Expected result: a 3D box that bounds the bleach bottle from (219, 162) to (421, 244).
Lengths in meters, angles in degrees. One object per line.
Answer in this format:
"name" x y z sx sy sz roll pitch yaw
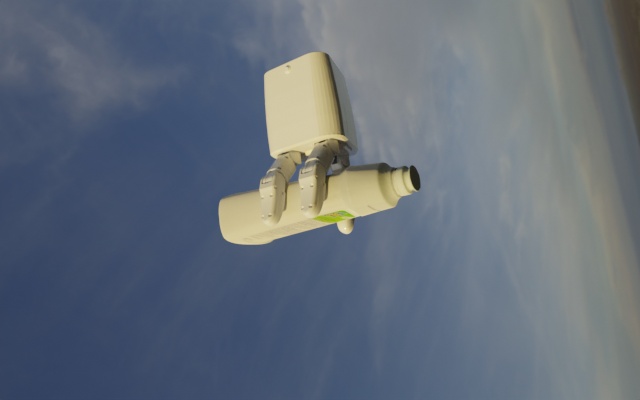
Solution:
"bleach bottle" 0.000 0.002 0.570 0.251 0.068 0.102 -13 -10 32
